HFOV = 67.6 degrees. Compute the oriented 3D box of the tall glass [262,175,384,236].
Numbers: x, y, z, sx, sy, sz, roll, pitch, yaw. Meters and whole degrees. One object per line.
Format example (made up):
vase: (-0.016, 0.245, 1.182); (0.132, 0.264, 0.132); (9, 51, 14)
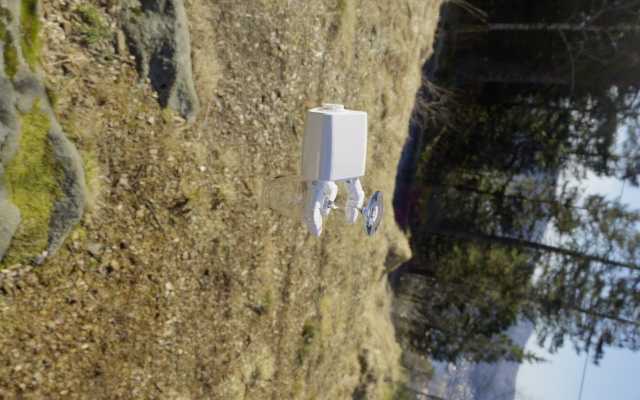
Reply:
tall glass: (0.001, 0.003, 0.808); (0.201, 0.079, 0.079); (11, 5, 26)
